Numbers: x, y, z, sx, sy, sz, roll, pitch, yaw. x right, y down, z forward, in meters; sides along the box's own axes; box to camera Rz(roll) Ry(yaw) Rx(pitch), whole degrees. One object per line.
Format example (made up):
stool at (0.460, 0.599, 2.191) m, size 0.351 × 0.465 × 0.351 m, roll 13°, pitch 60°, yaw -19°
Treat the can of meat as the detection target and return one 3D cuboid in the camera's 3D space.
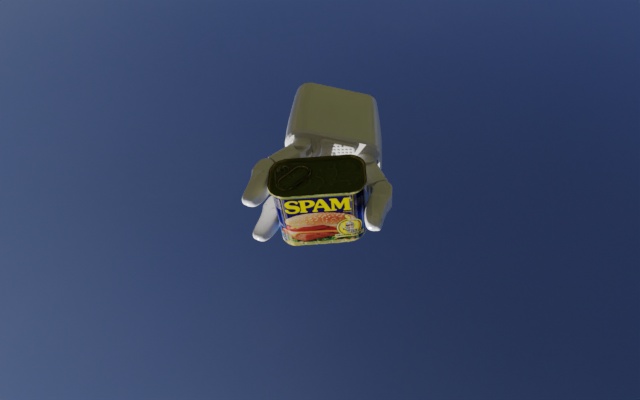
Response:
can of meat at (0.000, 0.002, 0.519) m, size 0.102 × 0.057 × 0.084 m, roll -4°, pitch -43°, yaw 4°
